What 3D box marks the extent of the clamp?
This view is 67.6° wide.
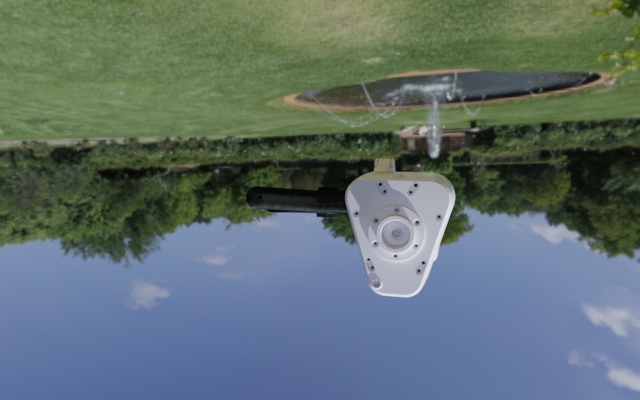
[{"bbox_3d":[0.000,0.002,0.552,0.171,0.039,0.120,-1,2,13],"label":"clamp"}]
